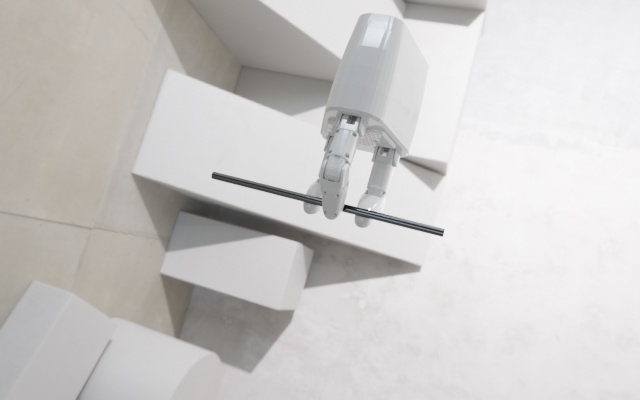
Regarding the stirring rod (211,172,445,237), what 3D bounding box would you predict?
[{"bbox_3d":[0.000,0.001,0.467,0.239,0.011,0.011,14,4,16],"label":"stirring rod"}]
